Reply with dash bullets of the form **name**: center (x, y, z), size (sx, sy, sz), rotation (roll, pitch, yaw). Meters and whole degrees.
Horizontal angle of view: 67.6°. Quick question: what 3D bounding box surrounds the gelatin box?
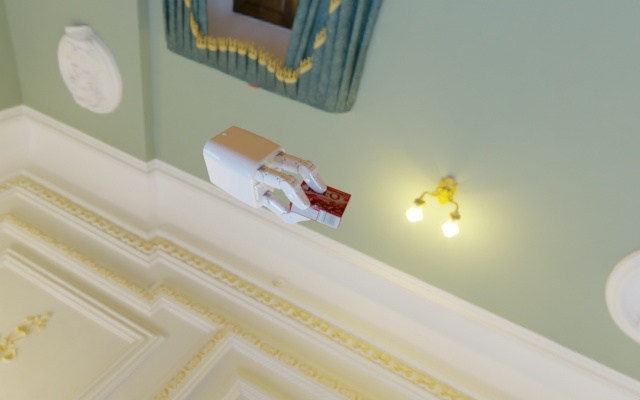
- **gelatin box**: center (0.000, 0.003, 0.807), size (0.089, 0.030, 0.073), rotation (22, 36, 4)
